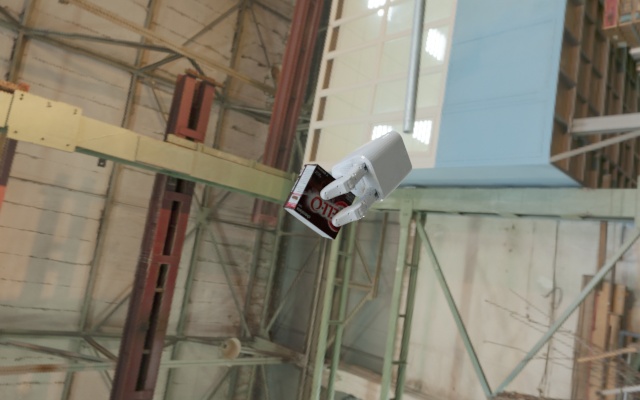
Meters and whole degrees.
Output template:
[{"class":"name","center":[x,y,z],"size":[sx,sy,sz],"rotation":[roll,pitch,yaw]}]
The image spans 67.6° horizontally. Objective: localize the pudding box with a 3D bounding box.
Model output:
[{"class":"pudding box","center":[0.000,0.003,0.820],"size":[0.113,0.090,0.039],"rotation":[37,-18,-35]}]
